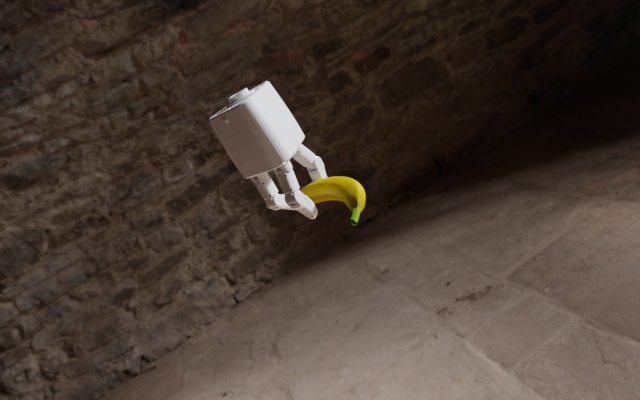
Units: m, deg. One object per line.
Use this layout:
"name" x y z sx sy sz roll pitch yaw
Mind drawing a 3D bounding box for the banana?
"banana" 0.015 -0.009 0.746 0.069 0.037 0.198 -42 24 -18
